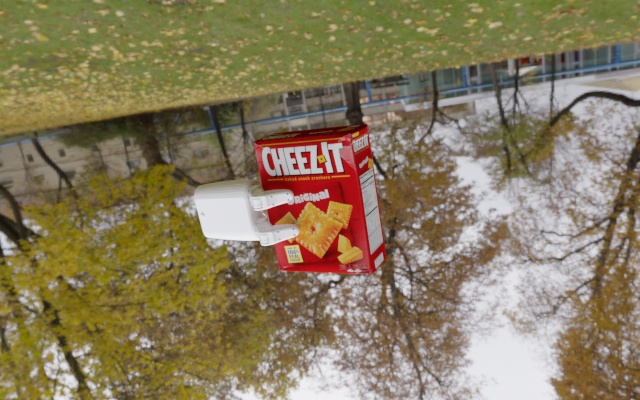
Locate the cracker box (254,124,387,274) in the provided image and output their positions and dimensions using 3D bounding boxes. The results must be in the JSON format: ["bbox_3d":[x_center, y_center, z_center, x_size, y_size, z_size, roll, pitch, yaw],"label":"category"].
[{"bbox_3d":[0.000,0.002,0.723,0.164,0.214,0.072,-1,18,28],"label":"cracker box"}]
